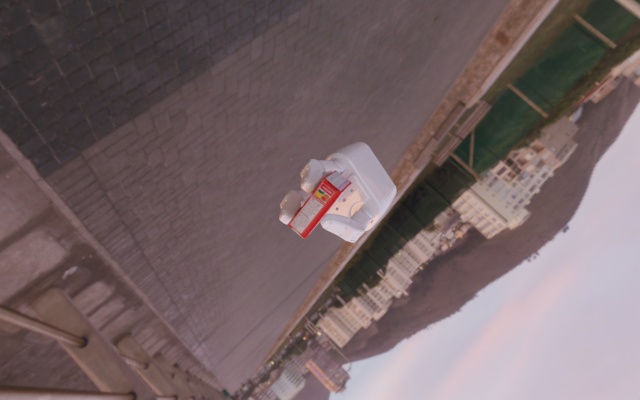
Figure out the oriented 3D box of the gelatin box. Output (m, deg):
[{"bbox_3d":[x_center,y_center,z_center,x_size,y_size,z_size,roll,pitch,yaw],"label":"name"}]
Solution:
[{"bbox_3d":[0.000,0.002,0.592,0.030,0.073,0.089,40,15,2],"label":"gelatin box"}]
